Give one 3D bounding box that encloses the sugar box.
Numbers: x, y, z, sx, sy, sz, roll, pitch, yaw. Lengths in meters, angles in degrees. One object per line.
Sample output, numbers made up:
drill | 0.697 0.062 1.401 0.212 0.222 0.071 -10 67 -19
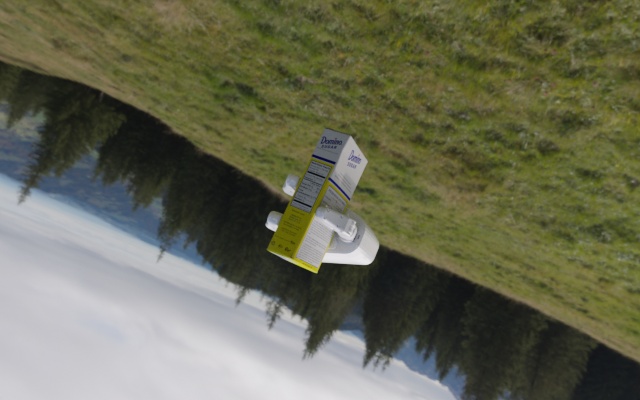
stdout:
sugar box | 0.000 0.002 0.638 0.048 0.176 0.093 19 -11 25
